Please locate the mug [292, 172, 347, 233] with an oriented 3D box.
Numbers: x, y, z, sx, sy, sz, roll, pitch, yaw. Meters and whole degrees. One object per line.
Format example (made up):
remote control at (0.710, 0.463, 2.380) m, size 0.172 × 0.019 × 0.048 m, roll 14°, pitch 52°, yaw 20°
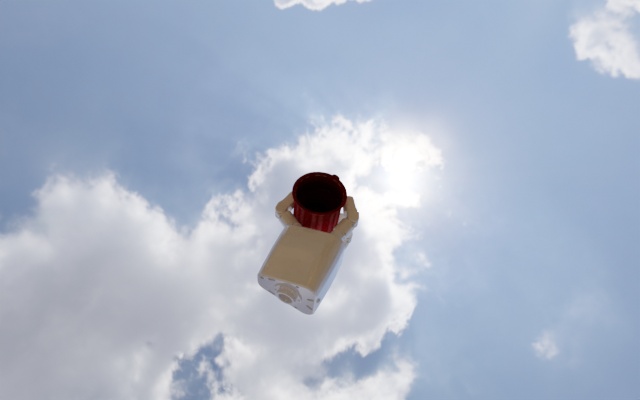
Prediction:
mug at (0.001, 0.002, 0.835) m, size 0.093 × 0.117 × 0.082 m, roll 25°, pitch -36°, yaw 11°
